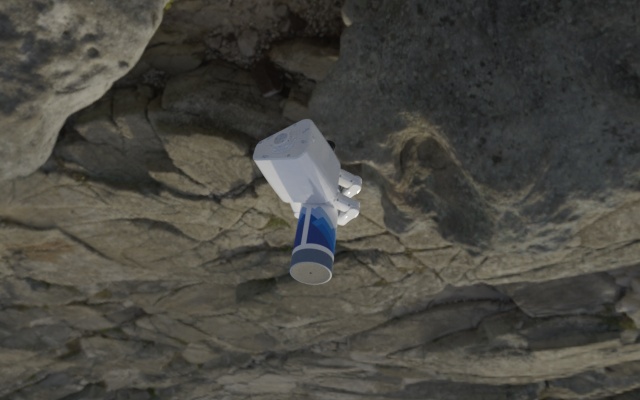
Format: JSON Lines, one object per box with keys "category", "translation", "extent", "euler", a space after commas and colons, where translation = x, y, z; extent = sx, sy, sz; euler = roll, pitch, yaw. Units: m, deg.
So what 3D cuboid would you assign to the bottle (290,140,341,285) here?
{"category": "bottle", "translation": [0.000, 0.003, 0.836], "extent": [0.069, 0.295, 0.069], "euler": [5, -41, 4]}
